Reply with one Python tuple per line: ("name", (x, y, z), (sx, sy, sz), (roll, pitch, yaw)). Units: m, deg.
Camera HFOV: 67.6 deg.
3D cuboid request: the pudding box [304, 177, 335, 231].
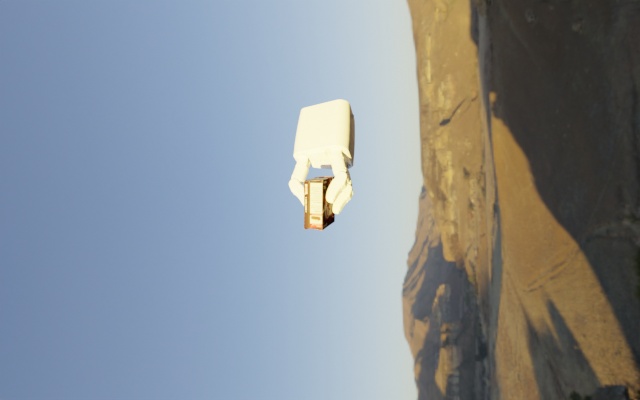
("pudding box", (0.000, 0.003, 0.882), (0.039, 0.090, 0.113), (1, 6, 15))
